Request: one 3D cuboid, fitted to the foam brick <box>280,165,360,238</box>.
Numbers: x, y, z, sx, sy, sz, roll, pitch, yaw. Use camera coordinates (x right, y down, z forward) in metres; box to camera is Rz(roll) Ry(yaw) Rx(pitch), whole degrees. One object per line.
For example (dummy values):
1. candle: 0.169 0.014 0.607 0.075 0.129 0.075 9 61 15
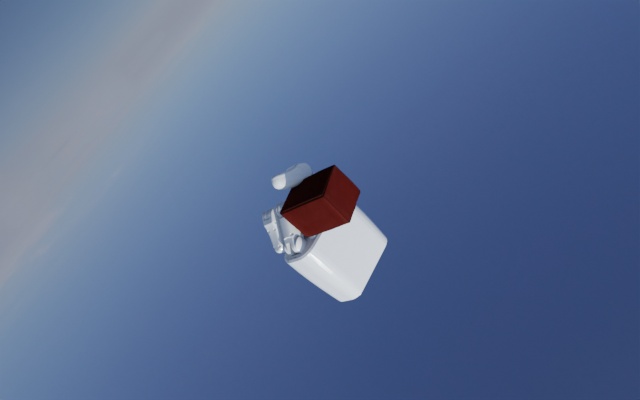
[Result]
1. foam brick: 0.000 0.002 0.577 0.078 0.053 0.051 -23 -56 43
